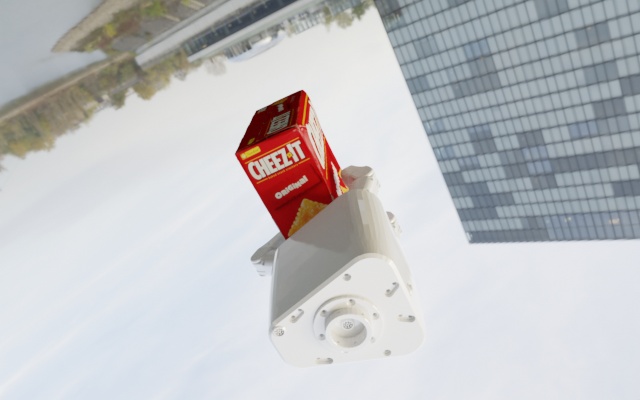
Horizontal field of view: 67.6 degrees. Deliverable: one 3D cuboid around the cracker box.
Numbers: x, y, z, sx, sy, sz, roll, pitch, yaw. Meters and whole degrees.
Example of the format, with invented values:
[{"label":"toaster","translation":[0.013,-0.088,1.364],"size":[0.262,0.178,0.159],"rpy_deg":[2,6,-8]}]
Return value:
[{"label":"cracker box","translation":[0.000,0.002,0.517],"size":[0.072,0.214,0.164],"rpy_deg":[-24,22,9]}]
